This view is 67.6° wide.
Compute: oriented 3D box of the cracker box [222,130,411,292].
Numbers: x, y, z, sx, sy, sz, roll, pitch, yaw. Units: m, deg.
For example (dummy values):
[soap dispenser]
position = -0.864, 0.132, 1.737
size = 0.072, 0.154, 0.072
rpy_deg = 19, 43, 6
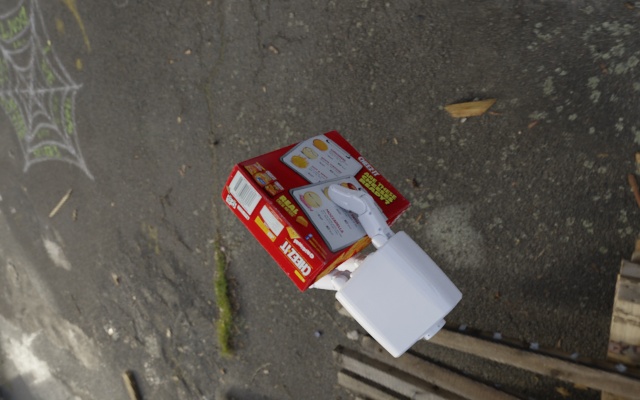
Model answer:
[cracker box]
position = 0.000, 0.002, 0.643
size = 0.213, 0.164, 0.072
rpy_deg = -27, -21, -49
